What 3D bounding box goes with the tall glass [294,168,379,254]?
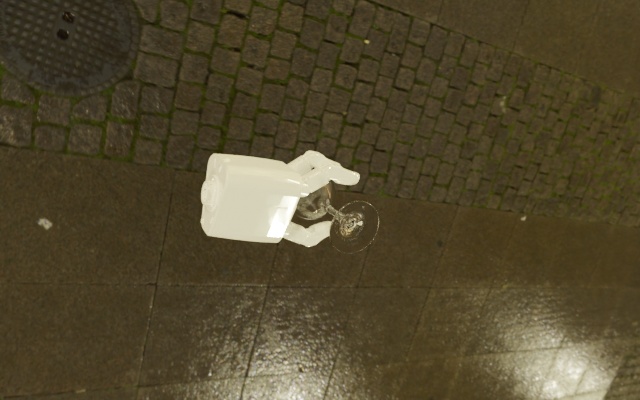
[{"bbox_3d":[0.001,0.003,0.703,0.079,0.079,0.201,0,19,-28],"label":"tall glass"}]
